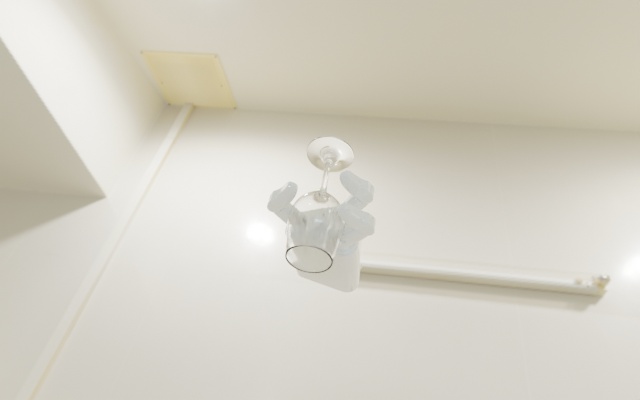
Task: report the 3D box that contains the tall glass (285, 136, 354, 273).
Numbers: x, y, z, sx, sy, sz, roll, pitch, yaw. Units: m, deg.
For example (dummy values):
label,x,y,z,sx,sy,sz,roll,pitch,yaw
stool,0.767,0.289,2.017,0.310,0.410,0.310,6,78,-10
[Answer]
label,x,y,z,sx,sy,sz,roll,pitch,yaw
tall glass,0.000,0.002,0.673,0.079,0.200,0.079,6,-42,6
